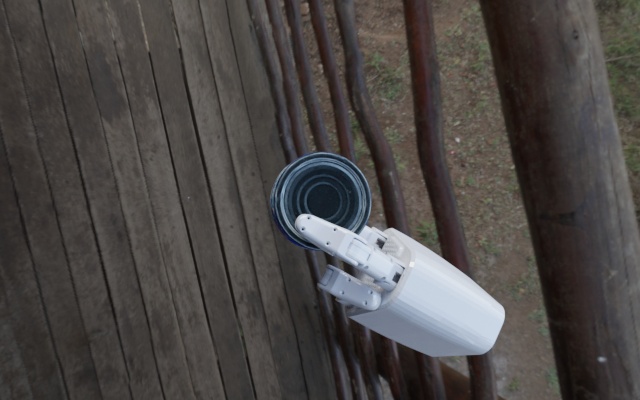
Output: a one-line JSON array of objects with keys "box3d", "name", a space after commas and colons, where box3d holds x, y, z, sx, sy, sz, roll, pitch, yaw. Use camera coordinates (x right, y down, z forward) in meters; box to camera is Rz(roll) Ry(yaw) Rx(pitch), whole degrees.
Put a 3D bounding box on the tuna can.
[{"box3d": [0.000, 0.001, 0.415, 0.086, 0.086, 0.034, 0, -2, -11], "name": "tuna can"}]
